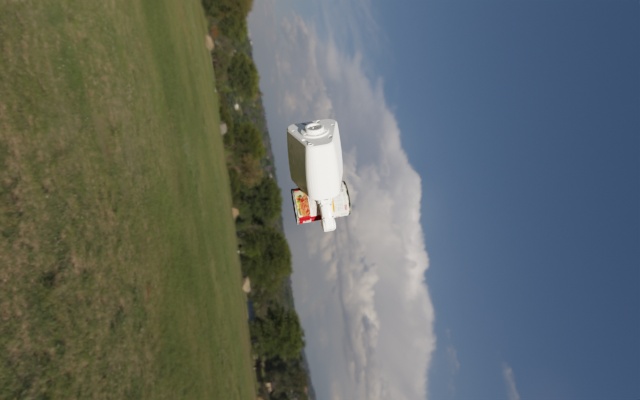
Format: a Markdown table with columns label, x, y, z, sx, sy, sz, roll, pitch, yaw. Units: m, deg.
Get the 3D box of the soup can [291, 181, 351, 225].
| label | x | y | z | sx | sy | sz | roll | pitch | yaw |
| --- | --- | --- | --- | --- | --- | --- | --- | --- | --- |
| soup can | 0.000 | 0.003 | 0.897 | 0.102 | 0.068 | 0.068 | -10 | 1 | -6 |
